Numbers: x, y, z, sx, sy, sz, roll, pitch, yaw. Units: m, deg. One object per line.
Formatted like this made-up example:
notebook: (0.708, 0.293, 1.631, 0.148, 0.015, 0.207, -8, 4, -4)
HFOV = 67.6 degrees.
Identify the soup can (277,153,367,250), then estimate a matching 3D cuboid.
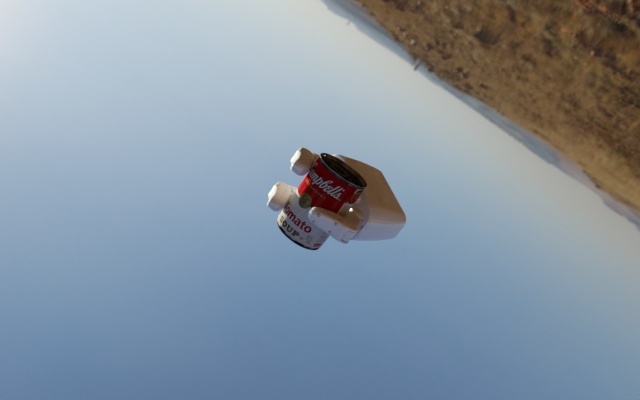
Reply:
soup can: (0.000, 0.002, 0.586, 0.068, 0.102, 0.068, 31, 19, -12)
